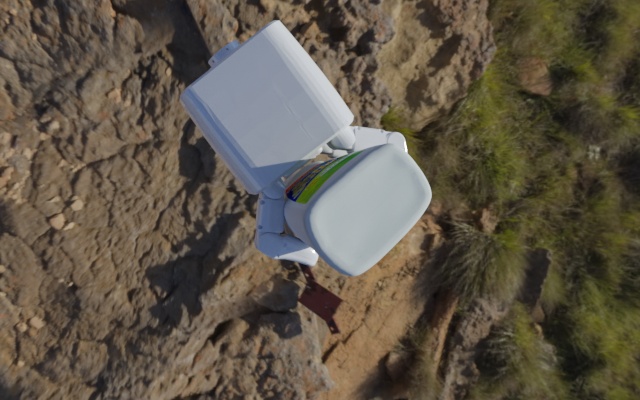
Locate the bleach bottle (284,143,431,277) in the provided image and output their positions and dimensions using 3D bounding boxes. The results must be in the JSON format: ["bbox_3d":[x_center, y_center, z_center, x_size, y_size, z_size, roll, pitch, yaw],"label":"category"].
[{"bbox_3d":[0.000,0.001,0.456,0.102,0.068,0.251,-42,13,-13],"label":"bleach bottle"}]
